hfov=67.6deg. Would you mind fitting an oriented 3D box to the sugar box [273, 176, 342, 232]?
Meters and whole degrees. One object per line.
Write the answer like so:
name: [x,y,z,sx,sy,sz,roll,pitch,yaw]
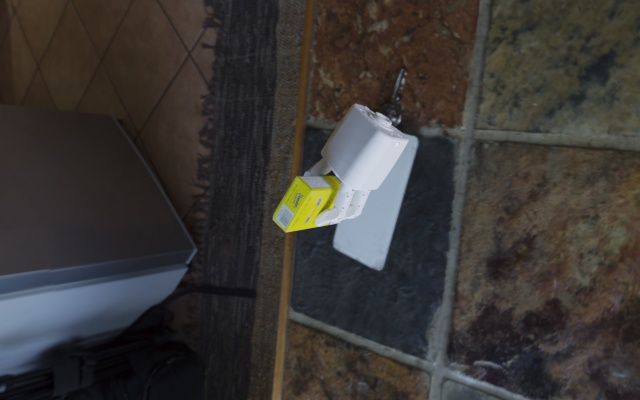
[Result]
sugar box: [0.001,0.003,0.855,0.048,0.093,0.176,45,26,26]
